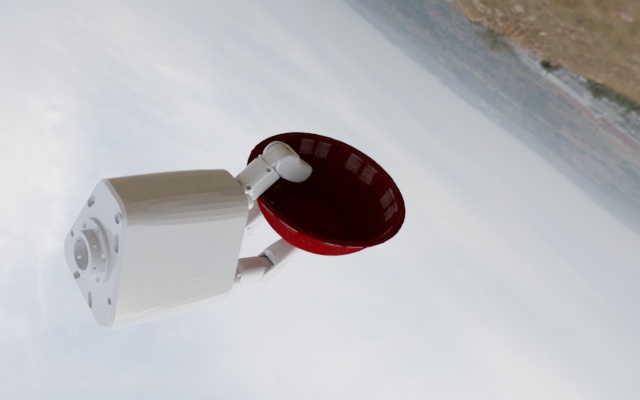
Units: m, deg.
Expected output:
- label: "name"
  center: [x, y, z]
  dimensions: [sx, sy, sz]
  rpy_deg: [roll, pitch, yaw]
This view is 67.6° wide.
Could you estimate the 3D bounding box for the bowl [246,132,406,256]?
- label: "bowl"
  center: [0.001, 0.002, 0.476]
  dimensions: [0.162, 0.055, 0.162]
  rpy_deg: [14, 40, -12]
